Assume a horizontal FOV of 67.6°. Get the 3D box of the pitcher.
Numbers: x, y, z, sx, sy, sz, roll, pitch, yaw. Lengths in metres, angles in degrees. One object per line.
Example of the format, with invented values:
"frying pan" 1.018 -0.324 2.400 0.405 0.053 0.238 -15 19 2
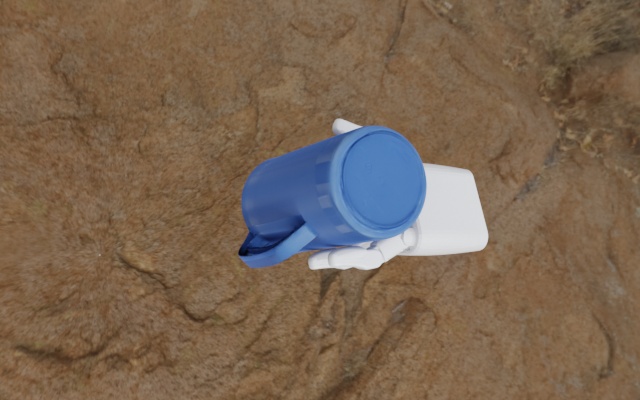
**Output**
"pitcher" 0.000 0.002 0.542 0.145 0.149 0.243 3 -7 -25
